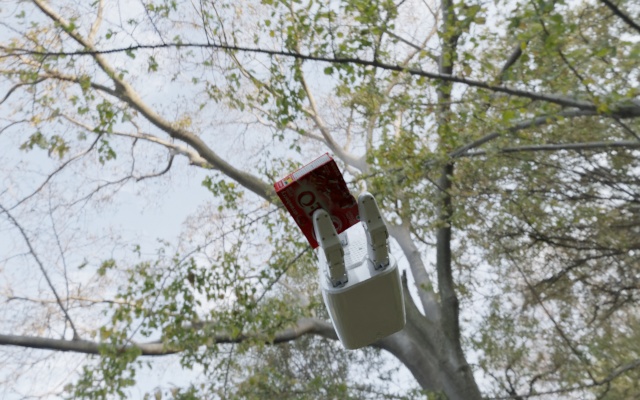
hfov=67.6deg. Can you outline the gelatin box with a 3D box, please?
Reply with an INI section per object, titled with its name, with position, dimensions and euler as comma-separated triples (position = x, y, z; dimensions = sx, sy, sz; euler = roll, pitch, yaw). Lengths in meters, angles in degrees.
[gelatin box]
position = 0.000, 0.001, 0.543
dimensions = 0.073, 0.089, 0.030
euler = -30, 26, 0
